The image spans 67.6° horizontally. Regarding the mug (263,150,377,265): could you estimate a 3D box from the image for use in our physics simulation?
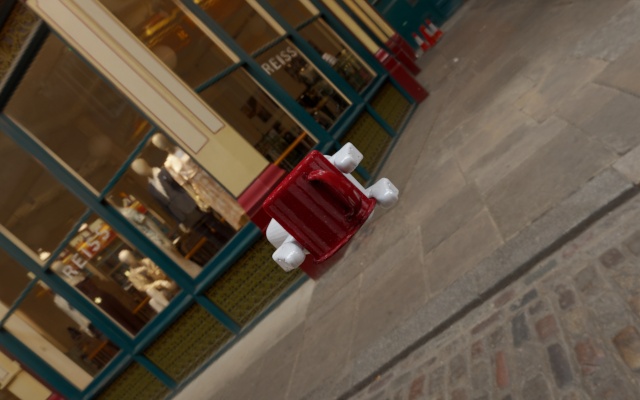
[{"bbox_3d":[0.000,0.001,0.474,0.081,0.093,0.117,43,-22,-7],"label":"mug"}]
